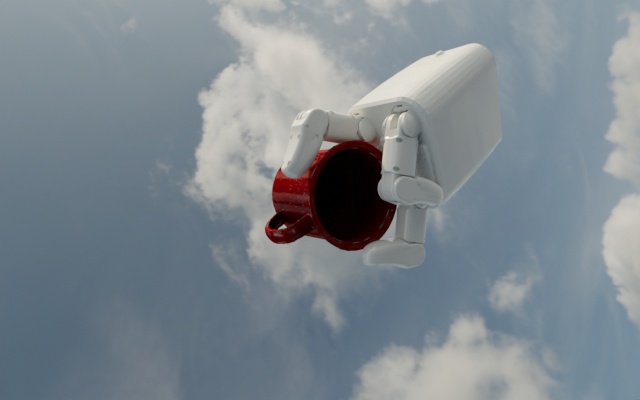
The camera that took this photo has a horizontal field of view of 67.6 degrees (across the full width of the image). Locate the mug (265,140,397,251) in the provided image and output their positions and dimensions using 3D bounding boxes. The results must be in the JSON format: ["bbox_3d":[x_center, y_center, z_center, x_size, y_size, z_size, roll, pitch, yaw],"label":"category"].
[{"bbox_3d":[-0.001,0.002,0.427,0.117,0.093,0.081,-39,22,-25],"label":"mug"}]
